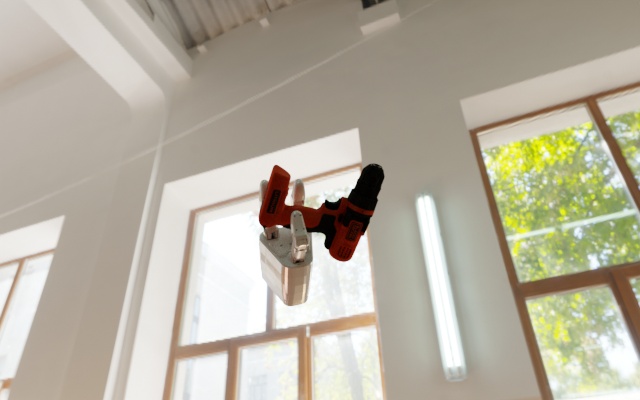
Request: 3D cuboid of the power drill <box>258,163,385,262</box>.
[{"bbox_3d":[0.000,0.003,0.808,0.187,0.184,0.057,18,16,-10],"label":"power drill"}]
